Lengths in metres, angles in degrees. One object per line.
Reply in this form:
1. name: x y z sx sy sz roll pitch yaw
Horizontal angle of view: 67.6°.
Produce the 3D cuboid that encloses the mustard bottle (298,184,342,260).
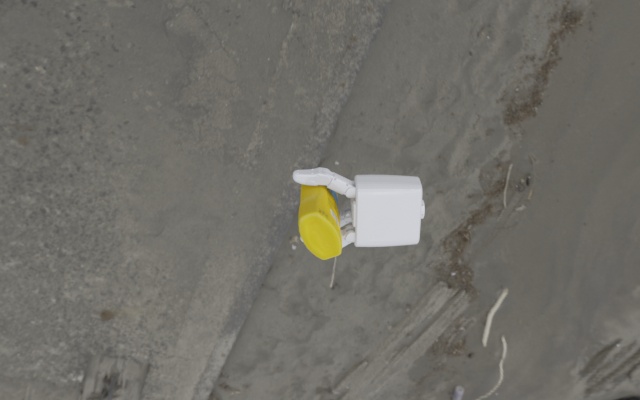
1. mustard bottle: 0.000 0.003 0.798 0.058 0.096 0.191 -21 33 14
